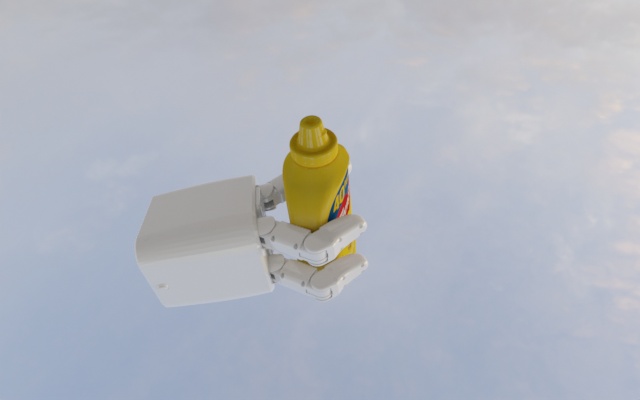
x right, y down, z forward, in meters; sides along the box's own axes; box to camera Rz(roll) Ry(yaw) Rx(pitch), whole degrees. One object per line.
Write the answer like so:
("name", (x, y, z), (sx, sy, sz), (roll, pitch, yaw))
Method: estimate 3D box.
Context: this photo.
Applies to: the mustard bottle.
("mustard bottle", (0.000, 0.002, 0.453), (0.058, 0.096, 0.192), (8, -42, 15))
